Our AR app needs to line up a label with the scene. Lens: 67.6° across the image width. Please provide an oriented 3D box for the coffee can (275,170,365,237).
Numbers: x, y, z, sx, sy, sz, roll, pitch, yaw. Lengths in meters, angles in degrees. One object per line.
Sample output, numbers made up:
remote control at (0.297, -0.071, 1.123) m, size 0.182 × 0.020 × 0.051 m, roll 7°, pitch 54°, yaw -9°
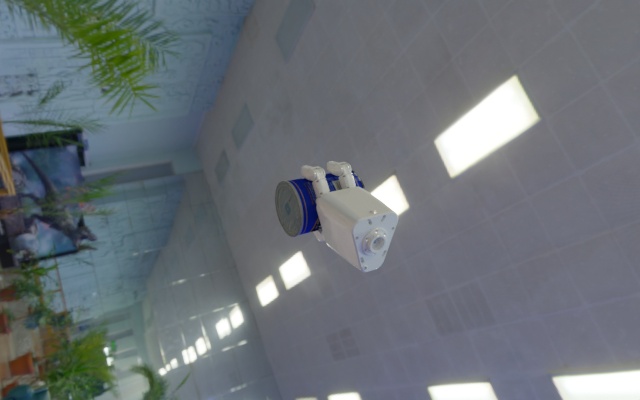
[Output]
coffee can at (0.000, 0.003, 0.888) m, size 0.140 × 0.103 × 0.103 m, roll -12°, pitch 6°, yaw -28°
